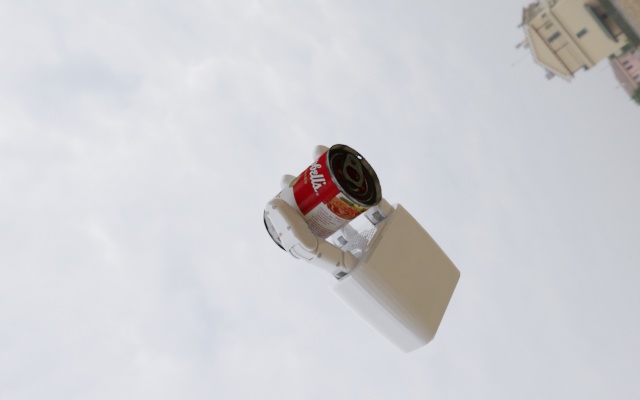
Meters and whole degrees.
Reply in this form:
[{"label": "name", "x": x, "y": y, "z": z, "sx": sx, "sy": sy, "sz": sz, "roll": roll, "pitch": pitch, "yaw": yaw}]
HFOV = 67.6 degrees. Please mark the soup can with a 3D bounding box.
[{"label": "soup can", "x": -0.001, "y": 0.001, "z": 0.463, "sx": 0.068, "sy": 0.068, "sz": 0.102, "roll": 0, "pitch": -30, "yaw": -48}]
